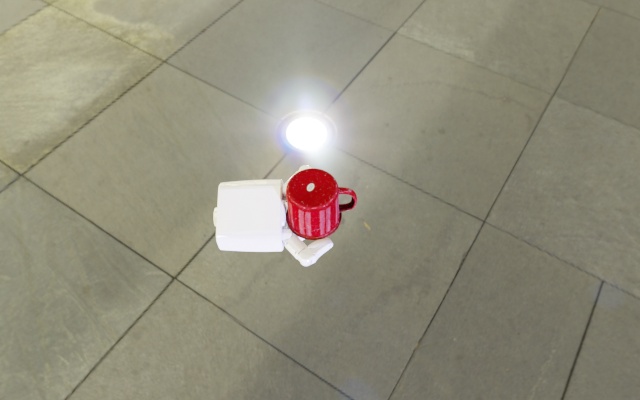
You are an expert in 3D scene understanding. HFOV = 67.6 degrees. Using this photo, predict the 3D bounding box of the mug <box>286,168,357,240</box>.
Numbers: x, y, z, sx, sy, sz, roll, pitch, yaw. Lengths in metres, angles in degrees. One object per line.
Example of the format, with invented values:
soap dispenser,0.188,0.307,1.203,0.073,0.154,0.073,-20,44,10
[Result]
mug,0.002,0.002,0.758,0.117,0.093,0.082,-4,-34,-1
